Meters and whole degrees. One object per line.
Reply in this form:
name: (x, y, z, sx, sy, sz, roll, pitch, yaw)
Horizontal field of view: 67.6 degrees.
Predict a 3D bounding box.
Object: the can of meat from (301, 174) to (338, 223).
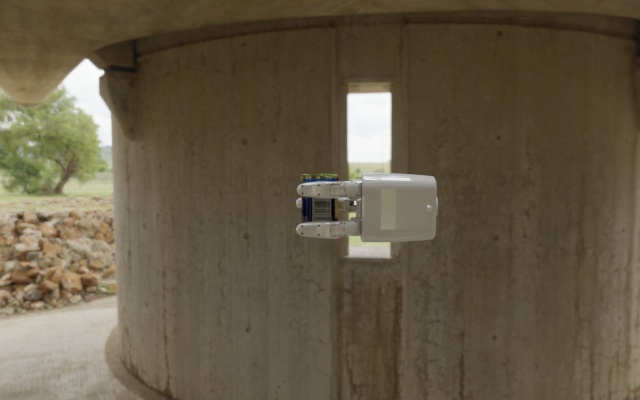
can of meat: (0.000, 0.002, 0.715, 0.057, 0.084, 0.102, 1, 4, 3)
